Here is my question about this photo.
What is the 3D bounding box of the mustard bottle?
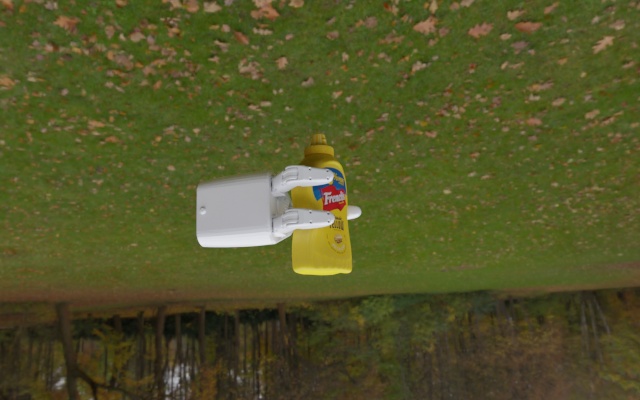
[{"bbox_3d":[0.000,0.002,0.646,0.058,0.191,0.096,-12,-16,37],"label":"mustard bottle"}]
